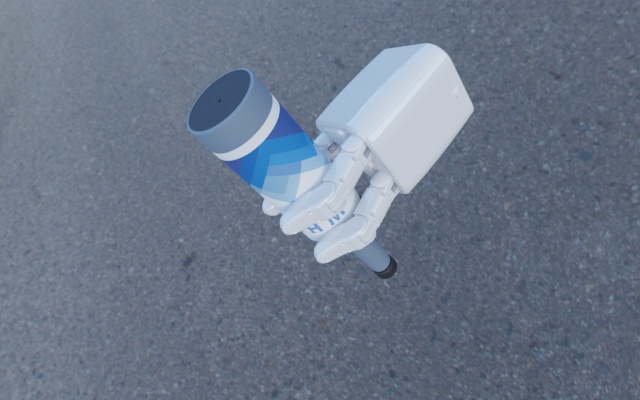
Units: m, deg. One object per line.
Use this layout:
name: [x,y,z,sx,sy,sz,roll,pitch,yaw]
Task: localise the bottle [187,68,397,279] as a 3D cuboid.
bottle: [0.000,0.001,0.462,0.069,0.069,0.296,0,-32,39]
